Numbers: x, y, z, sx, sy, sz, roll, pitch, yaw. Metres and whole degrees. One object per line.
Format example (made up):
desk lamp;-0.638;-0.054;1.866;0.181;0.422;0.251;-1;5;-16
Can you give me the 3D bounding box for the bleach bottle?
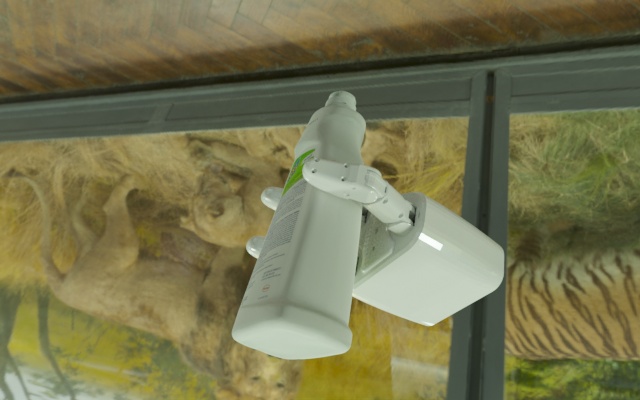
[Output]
bleach bottle;0.000;0.001;0.411;0.068;0.250;0.102;29;-33;-23
